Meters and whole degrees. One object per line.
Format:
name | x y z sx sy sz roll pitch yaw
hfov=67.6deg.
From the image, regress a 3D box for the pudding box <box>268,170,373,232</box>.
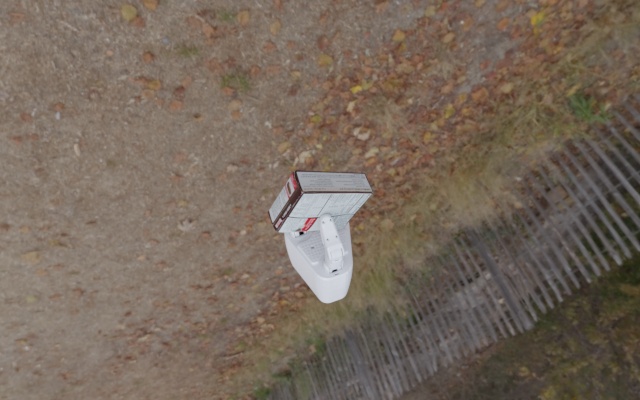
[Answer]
pudding box | 0.000 0.002 0.629 0.113 0.039 0.090 -2 -36 -34
